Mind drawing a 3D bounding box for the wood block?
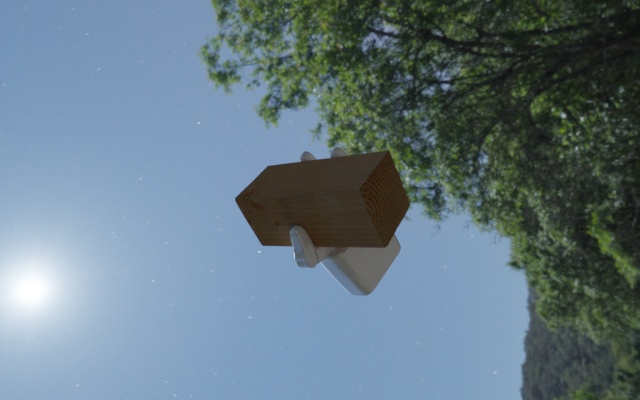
[{"bbox_3d":[0.000,0.003,0.642,0.206,0.090,0.090,-4,34,37],"label":"wood block"}]
